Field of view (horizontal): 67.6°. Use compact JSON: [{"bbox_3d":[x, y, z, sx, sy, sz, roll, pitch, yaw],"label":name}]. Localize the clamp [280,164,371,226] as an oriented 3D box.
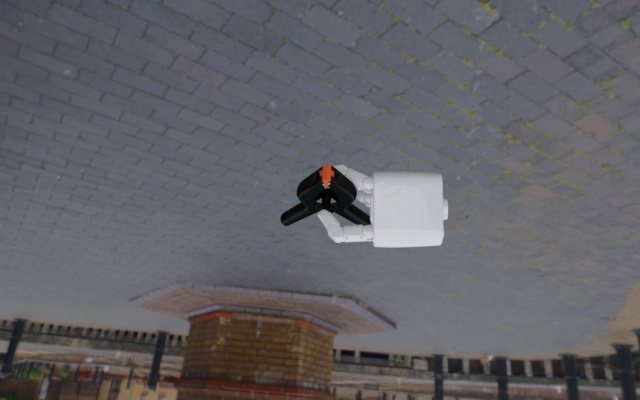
[{"bbox_3d":[0.000,0.003,0.784,0.164,0.036,0.210,-2,-24,7],"label":"clamp"}]
